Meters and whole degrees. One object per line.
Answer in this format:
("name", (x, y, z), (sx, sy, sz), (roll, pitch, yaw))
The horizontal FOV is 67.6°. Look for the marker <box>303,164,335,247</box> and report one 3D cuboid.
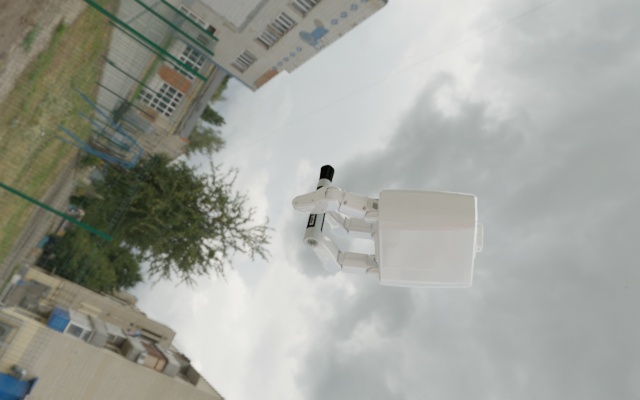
("marker", (0.000, 0.002, 0.575), (0.020, 0.121, 0.020), (8, -40, 6))
